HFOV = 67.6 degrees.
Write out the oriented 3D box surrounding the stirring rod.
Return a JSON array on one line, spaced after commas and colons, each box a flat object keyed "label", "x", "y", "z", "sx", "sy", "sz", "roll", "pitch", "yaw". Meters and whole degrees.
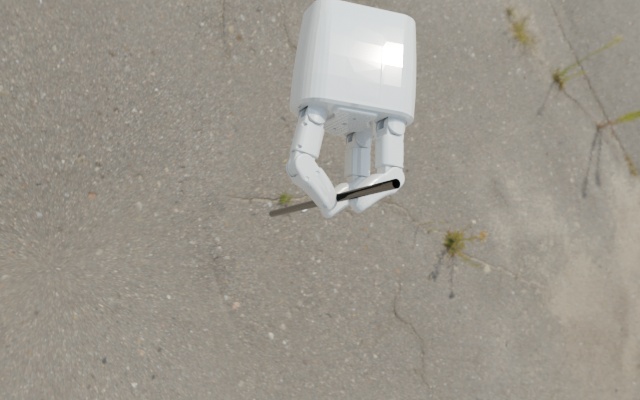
[{"label": "stirring rod", "x": 0.000, "y": 0.001, "z": 0.472, "sx": 0.011, "sy": 0.011, "sz": 0.239, "roll": 0, "pitch": -7, "yaw": -29}]
